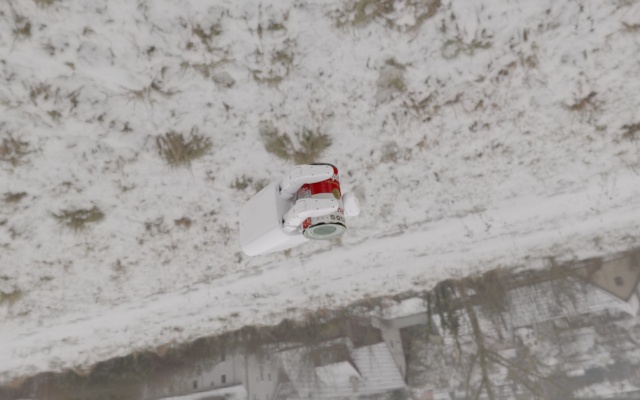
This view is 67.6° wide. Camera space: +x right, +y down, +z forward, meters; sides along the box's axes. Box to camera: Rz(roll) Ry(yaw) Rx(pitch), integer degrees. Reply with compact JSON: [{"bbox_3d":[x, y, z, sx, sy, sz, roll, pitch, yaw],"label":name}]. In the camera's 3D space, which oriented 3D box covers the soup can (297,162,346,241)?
[{"bbox_3d":[0.001,0.002,0.731,0.068,0.102,0.068,-6,-25,-3],"label":"soup can"}]
